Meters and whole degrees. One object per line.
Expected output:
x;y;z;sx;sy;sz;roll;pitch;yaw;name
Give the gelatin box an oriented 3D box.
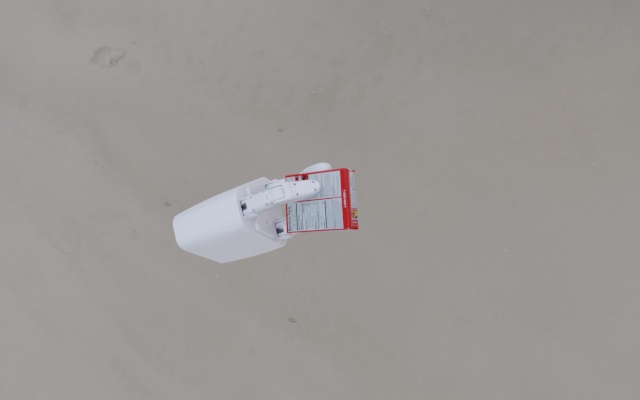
0.000;0.002;0.584;0.089;0.073;0.030;-6;-6;29;gelatin box
